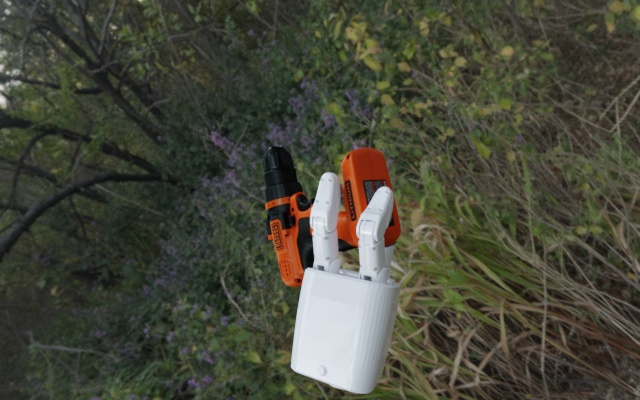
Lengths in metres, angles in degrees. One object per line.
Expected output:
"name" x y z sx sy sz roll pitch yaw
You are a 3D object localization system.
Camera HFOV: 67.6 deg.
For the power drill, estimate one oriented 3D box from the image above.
"power drill" 0.000 0.002 0.563 0.057 0.184 0.188 -7 -9 -39
